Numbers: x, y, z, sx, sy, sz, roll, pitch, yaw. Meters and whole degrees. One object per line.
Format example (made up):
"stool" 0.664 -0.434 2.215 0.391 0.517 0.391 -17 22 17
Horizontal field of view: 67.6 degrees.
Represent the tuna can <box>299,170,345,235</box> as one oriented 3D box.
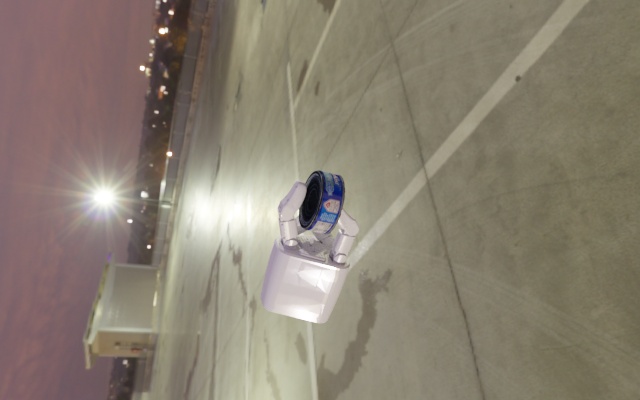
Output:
"tuna can" 0.000 0.002 0.659 0.034 0.086 0.086 13 -5 -21
